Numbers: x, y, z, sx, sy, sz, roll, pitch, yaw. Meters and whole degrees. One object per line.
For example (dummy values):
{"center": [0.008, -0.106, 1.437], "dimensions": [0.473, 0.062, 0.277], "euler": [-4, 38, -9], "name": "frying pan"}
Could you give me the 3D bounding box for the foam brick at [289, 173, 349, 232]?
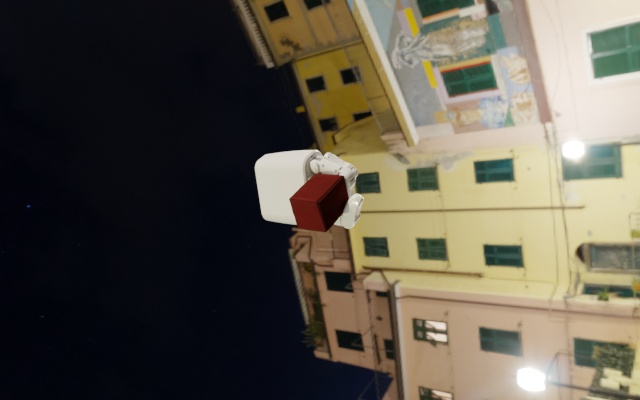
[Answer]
{"center": [0.000, 0.002, 0.696], "dimensions": [0.051, 0.053, 0.078], "euler": [6, 34, 32], "name": "foam brick"}
